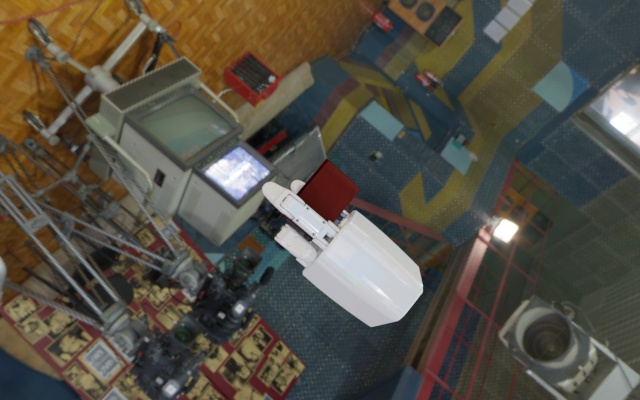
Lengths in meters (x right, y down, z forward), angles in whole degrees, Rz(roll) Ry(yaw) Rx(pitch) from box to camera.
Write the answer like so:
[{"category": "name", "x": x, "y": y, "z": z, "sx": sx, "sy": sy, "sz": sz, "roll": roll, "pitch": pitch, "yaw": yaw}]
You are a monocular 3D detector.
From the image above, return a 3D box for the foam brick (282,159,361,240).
[{"category": "foam brick", "x": 0.000, "y": 0.001, "z": 0.540, "sx": 0.051, "sy": 0.078, "sz": 0.053, "roll": 39, "pitch": -6, "yaw": 1}]
